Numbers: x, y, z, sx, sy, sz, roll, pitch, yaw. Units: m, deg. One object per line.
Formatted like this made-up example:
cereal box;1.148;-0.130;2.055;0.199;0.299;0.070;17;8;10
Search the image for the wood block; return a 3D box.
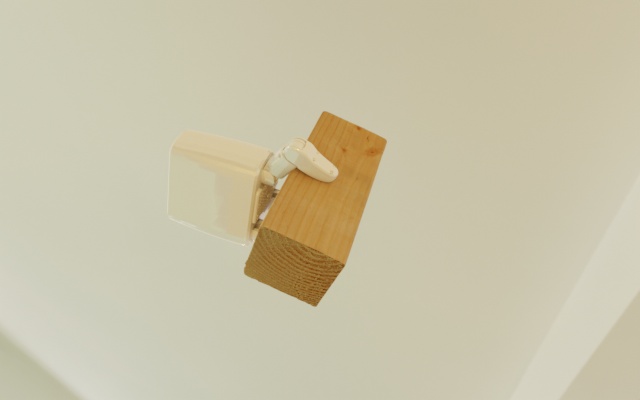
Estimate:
wood block;0.000;0.001;0.547;0.090;0.206;0.091;25;-44;-2
